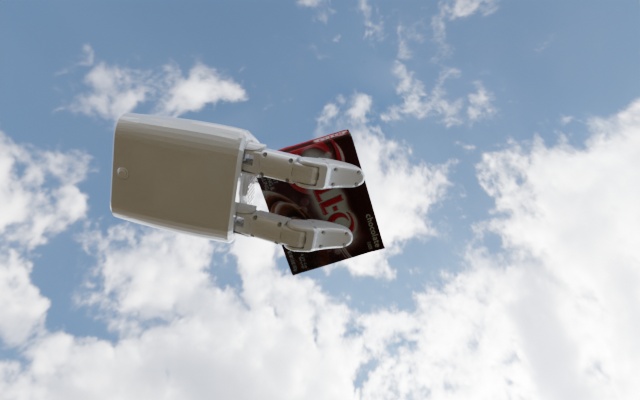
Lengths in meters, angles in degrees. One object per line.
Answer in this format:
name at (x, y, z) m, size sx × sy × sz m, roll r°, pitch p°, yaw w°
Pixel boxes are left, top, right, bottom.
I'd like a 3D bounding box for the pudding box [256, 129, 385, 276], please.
pudding box at (0.000, 0.001, 0.436) m, size 0.090 × 0.113 × 0.039 m, roll -17°, pitch 16°, yaw 6°
